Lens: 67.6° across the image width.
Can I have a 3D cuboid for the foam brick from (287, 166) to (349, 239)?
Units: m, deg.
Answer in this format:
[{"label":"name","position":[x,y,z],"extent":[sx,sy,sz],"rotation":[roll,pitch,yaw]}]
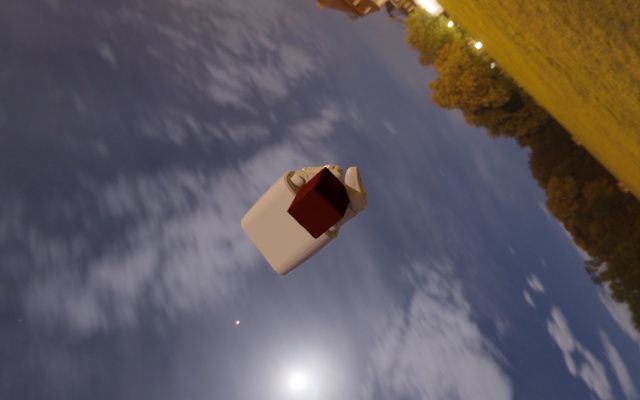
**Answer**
[{"label":"foam brick","position":[0.000,0.002,0.614],"extent":[0.051,0.053,0.078],"rotation":[-40,10,24]}]
